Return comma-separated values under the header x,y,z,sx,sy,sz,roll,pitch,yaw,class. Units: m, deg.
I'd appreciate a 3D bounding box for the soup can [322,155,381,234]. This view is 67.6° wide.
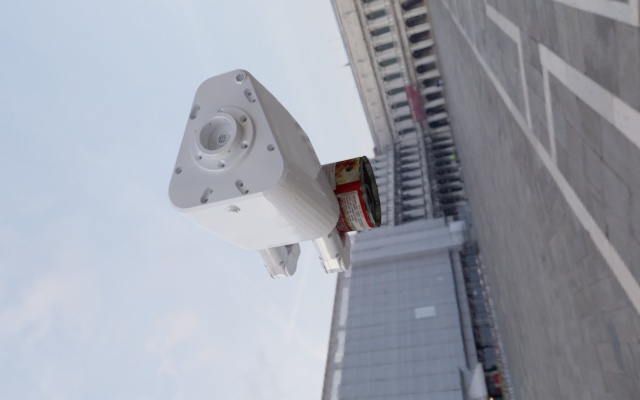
x,y,z,sx,sy,sz,roll,pitch,yaw,class
0.000,0.002,0.452,0.102,0.068,0.068,-12,-3,16,soup can
